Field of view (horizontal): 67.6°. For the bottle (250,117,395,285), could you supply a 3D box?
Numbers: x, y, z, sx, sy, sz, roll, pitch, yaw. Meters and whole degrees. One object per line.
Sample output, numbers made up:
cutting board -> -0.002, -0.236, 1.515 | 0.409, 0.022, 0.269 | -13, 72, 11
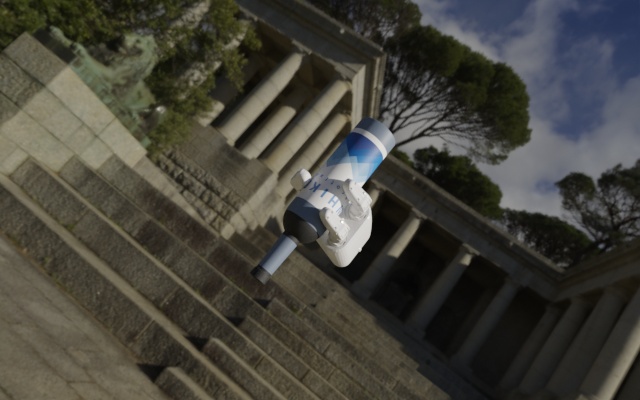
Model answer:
bottle -> 0.000, 0.002, 0.715 | 0.069, 0.295, 0.069 | 37, -15, 11
